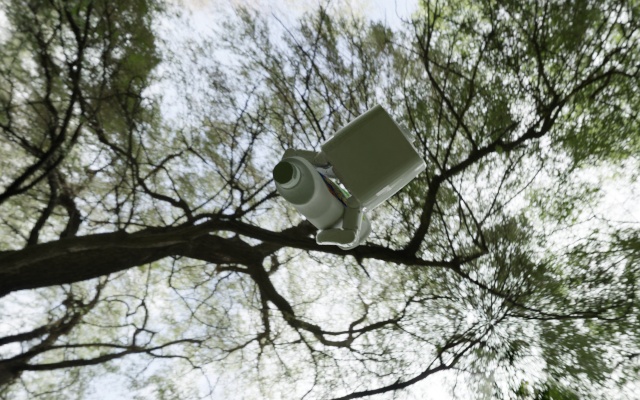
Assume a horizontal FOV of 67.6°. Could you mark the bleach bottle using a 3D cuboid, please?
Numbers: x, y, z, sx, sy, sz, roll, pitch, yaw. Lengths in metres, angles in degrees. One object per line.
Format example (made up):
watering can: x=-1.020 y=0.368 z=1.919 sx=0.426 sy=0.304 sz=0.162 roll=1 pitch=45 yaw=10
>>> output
bleach bottle: x=0.000 y=0.002 z=0.682 sx=0.068 sy=0.102 sz=0.251 roll=-36 pitch=-22 yaw=8
